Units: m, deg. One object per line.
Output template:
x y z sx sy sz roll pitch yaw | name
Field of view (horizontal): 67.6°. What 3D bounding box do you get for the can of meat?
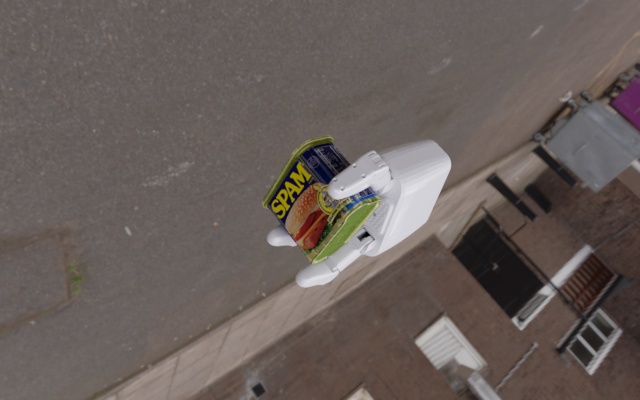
0.000 0.002 0.476 0.057 0.084 0.102 -20 -26 -47 | can of meat
